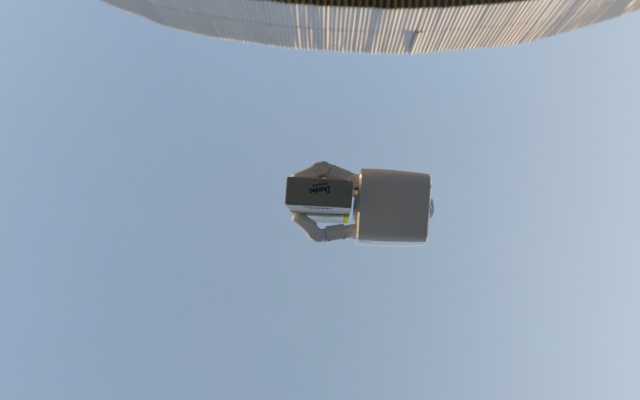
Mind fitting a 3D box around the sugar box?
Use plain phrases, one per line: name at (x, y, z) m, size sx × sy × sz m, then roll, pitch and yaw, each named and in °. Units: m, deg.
sugar box at (0.000, 0.002, 0.727) m, size 0.093 × 0.048 × 0.176 m, roll 3°, pitch -11°, yaw 1°
